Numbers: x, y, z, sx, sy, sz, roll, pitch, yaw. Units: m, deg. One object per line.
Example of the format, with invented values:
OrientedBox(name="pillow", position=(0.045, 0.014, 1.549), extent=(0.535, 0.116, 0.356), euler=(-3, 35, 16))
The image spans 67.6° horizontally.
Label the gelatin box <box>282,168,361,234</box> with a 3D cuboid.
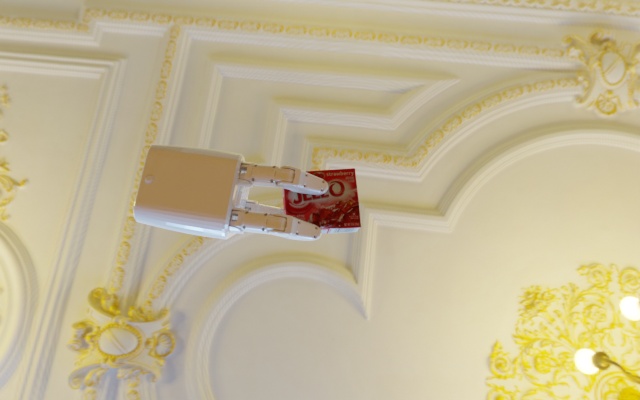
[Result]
OrientedBox(name="gelatin box", position=(0.000, 0.002, 0.567), extent=(0.089, 0.073, 0.030), euler=(-3, -14, -7))
